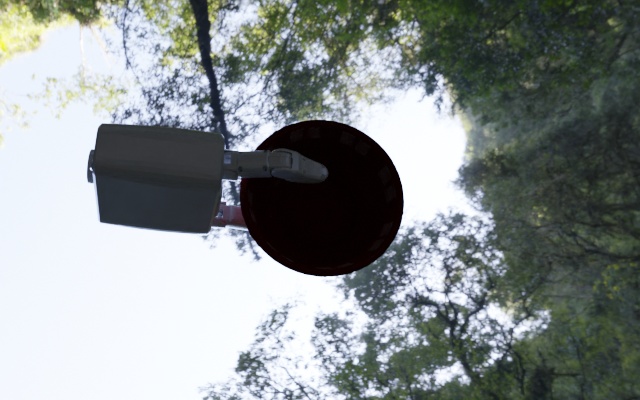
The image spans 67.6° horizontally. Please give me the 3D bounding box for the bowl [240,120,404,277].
[{"bbox_3d":[0.001,0.002,0.486,0.162,0.162,0.055,0,-19,-7],"label":"bowl"}]
